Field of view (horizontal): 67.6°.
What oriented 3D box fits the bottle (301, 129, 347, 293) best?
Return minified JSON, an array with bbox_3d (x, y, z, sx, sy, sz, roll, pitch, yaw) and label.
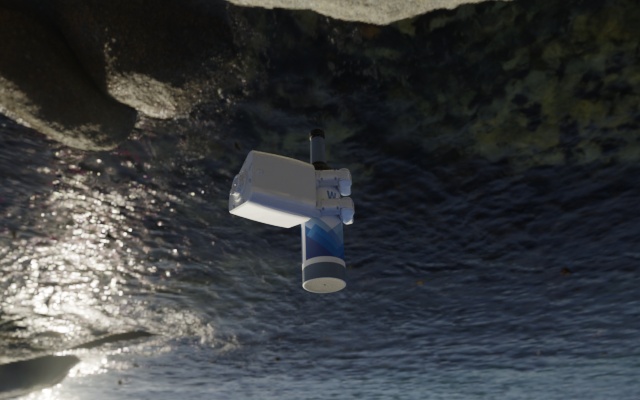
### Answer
[{"bbox_3d":[0.000,0.003,0.798,0.069,0.295,0.069,-2,-31,-1],"label":"bottle"}]
